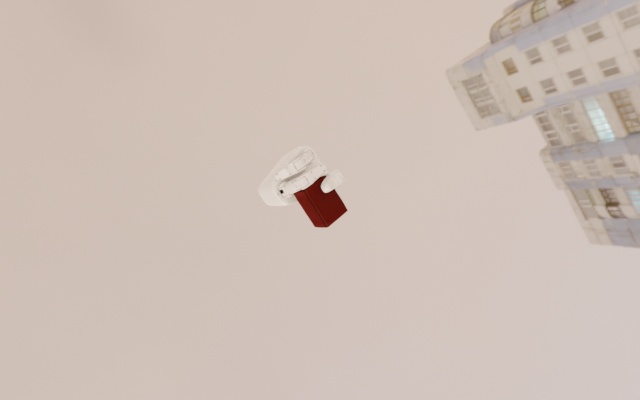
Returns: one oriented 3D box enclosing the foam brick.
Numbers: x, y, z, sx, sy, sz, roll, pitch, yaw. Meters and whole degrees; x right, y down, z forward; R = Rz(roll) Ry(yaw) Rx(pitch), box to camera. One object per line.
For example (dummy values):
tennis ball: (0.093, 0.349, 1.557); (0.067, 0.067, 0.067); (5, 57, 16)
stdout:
foam brick: (0.000, 0.003, 0.846); (0.053, 0.078, 0.051); (-36, 11, -24)
